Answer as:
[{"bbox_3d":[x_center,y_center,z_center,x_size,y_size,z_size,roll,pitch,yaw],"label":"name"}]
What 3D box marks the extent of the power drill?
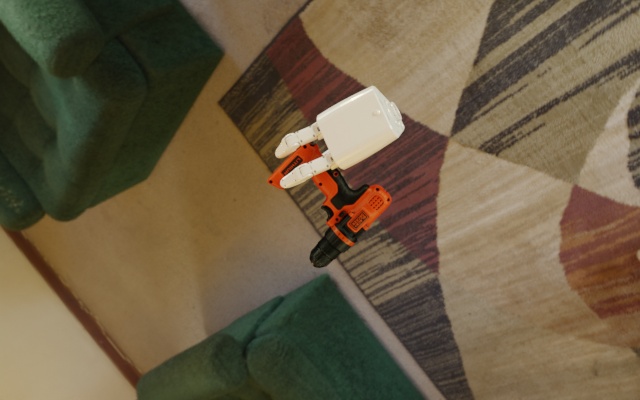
[{"bbox_3d":[0.000,0.002,0.830,0.187,0.184,0.057,43,8,-6],"label":"power drill"}]
